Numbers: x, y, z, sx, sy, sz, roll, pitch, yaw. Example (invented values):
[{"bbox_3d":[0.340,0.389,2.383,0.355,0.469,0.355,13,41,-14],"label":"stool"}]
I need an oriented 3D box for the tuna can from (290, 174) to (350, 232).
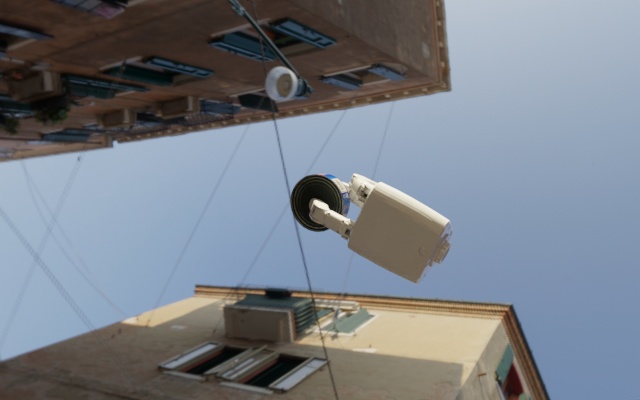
[{"bbox_3d":[0.000,0.002,0.717,0.086,0.086,0.034,0,6,25],"label":"tuna can"}]
